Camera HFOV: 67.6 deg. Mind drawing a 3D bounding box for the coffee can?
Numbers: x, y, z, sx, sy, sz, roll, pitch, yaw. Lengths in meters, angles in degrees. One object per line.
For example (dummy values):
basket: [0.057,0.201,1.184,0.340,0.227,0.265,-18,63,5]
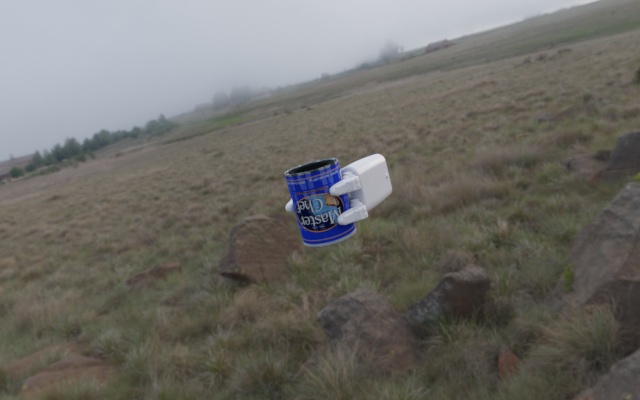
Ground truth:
coffee can: [0.000,0.003,0.883,0.103,0.140,0.102,-14,13,3]
